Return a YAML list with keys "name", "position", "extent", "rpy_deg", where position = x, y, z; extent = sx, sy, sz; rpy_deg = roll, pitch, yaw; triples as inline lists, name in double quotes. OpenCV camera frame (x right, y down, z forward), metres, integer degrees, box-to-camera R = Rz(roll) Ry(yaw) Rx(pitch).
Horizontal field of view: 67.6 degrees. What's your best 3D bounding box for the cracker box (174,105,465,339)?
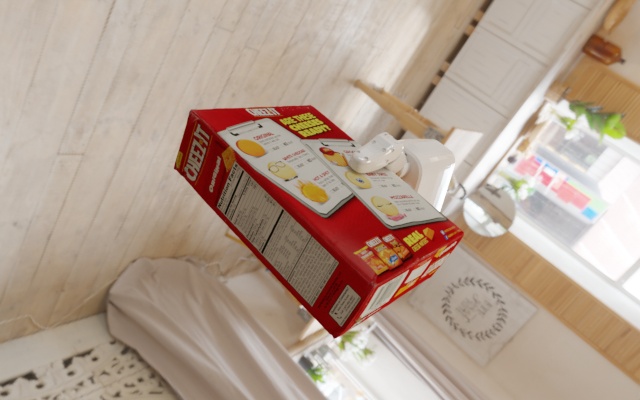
- name: "cracker box"
  position: [0.000, 0.001, 0.428]
  extent: [0.213, 0.072, 0.164]
  rpy_deg: [42, 32, 23]
